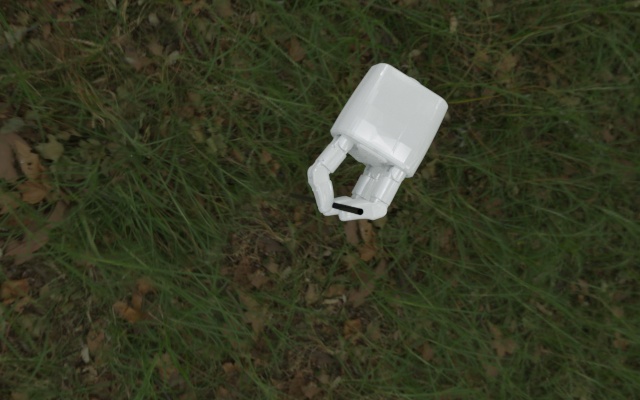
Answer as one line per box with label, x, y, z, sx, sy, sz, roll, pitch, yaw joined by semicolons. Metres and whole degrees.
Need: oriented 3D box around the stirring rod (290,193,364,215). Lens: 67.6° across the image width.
stirring rod;0.000;0.002;0.638;0.011;0.011;0.239;0;5;-22
